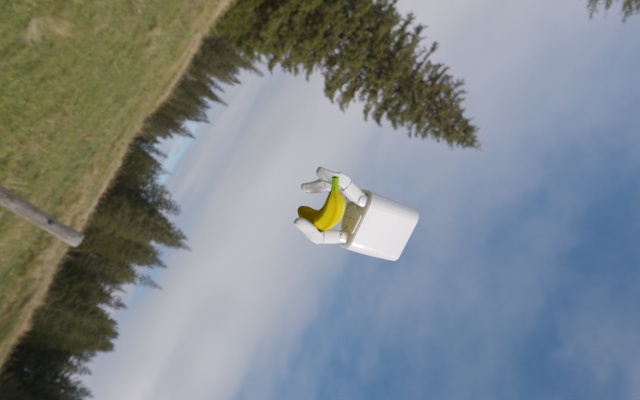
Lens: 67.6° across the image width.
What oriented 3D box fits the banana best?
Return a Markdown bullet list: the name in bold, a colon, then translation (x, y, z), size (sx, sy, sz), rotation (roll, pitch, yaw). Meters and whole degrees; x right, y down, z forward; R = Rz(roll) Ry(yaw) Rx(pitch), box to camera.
- **banana**: translation (0.002, 0.020, 0.841), size (0.037, 0.069, 0.198), rotation (4, -17, -21)
